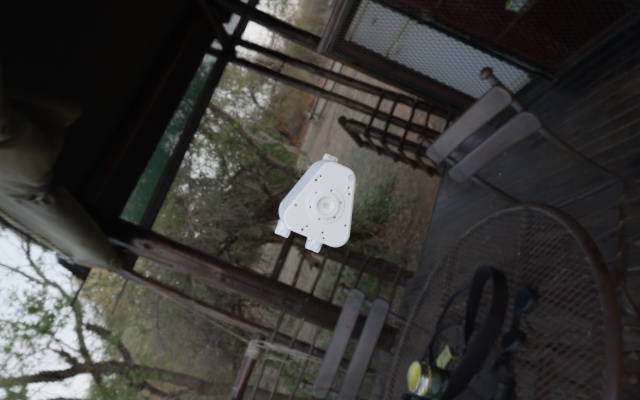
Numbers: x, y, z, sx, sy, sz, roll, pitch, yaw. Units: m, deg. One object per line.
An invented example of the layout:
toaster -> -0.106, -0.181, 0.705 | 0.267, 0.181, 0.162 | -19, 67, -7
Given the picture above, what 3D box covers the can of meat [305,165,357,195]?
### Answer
can of meat -> 0.000, 0.002, 0.776 | 0.084, 0.102, 0.057 | 22, 5, -7
